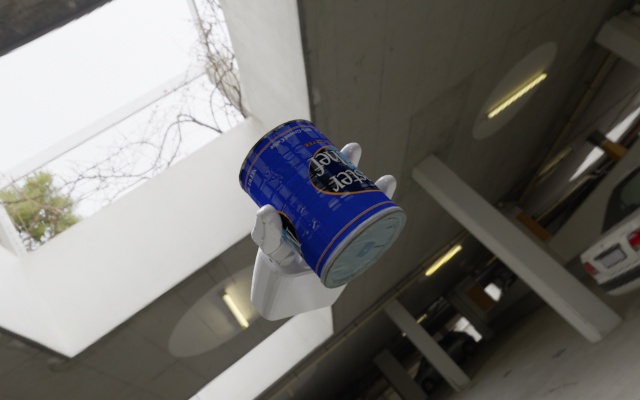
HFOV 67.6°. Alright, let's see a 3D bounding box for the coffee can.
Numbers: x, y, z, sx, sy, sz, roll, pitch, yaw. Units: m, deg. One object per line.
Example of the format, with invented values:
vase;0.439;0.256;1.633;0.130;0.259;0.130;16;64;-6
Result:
coffee can;0.000;0.002;0.476;0.140;0.103;0.103;47;24;24
